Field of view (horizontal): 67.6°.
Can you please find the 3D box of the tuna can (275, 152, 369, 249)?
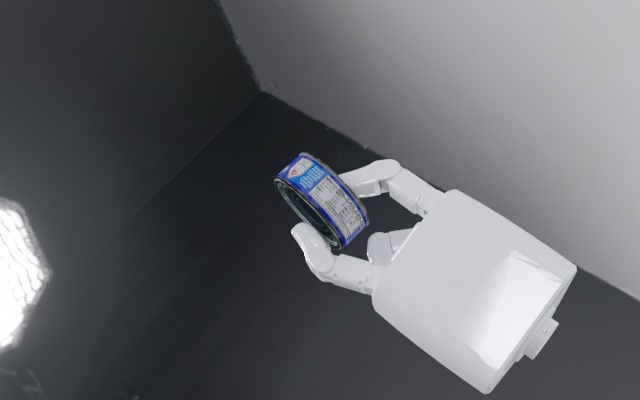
[{"bbox_3d":[0.000,0.002,0.413,0.033,0.086,0.086,-44,11,-12],"label":"tuna can"}]
